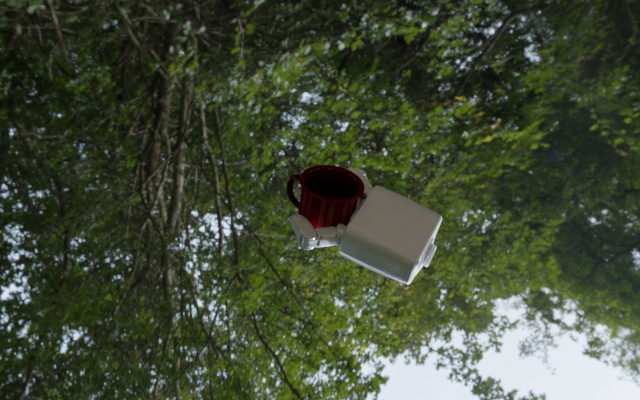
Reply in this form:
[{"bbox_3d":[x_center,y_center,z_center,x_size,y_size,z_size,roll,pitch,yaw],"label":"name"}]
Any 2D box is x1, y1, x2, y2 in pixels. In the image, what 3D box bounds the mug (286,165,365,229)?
[{"bbox_3d":[-0.001,0.002,0.696,0.117,0.082,0.093,23,38,18],"label":"mug"}]
